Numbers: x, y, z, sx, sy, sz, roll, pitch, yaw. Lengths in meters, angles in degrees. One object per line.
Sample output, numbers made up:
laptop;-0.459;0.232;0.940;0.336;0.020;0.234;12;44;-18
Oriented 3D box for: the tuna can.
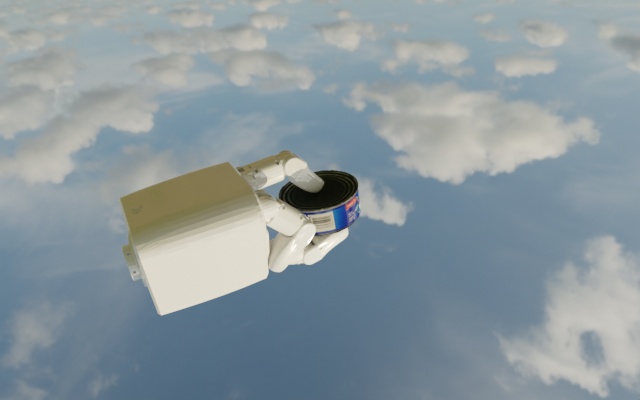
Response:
tuna can;0.000;0.002;0.513;0.086;0.034;0.086;-8;30;4
